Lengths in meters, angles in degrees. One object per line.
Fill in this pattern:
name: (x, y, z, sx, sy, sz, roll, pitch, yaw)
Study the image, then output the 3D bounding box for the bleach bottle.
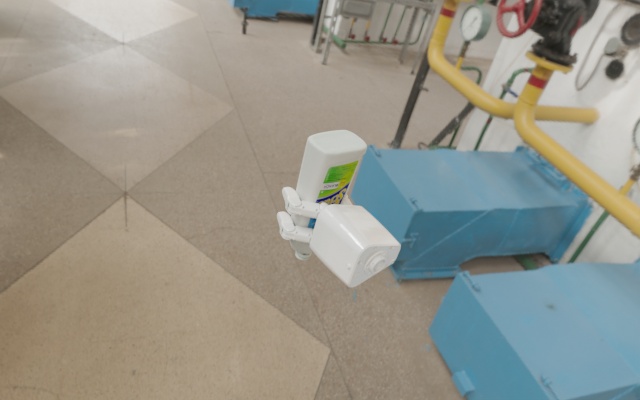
bleach bottle: (0.000, 0.003, 0.843, 0.102, 0.251, 0.068, -14, 44, -36)
